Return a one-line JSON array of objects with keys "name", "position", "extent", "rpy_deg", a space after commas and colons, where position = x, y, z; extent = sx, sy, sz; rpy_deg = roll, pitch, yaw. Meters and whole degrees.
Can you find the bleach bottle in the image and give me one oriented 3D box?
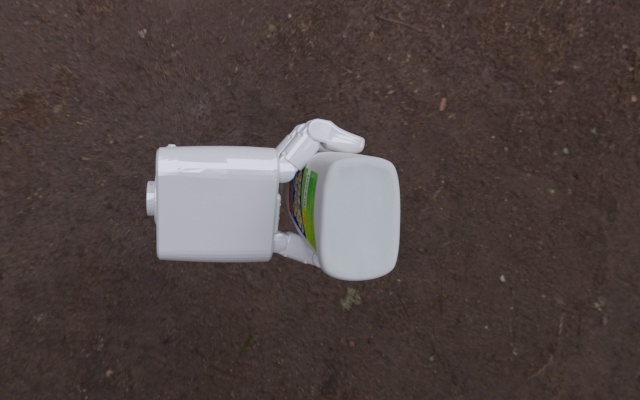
[{"name": "bleach bottle", "position": [0.000, 0.002, 0.488], "extent": [0.068, 0.102, 0.251], "rpy_deg": [0, 5, -15]}]
